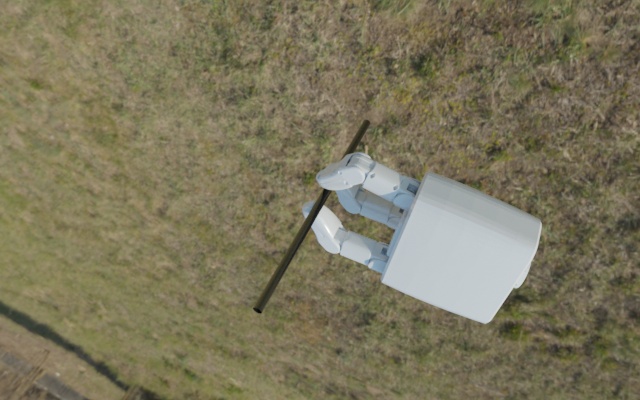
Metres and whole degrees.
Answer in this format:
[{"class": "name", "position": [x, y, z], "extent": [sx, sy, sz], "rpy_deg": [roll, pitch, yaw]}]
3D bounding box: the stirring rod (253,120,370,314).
[{"class": "stirring rod", "position": [0.000, 0.001, 0.444], "extent": [0.011, 0.239, 0.011], "rpy_deg": [19, -36, 15]}]
